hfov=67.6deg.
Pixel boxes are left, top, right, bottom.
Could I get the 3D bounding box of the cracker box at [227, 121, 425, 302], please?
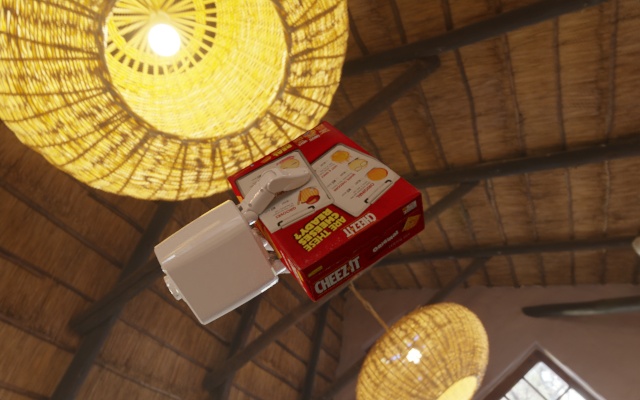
[{"bbox_3d":[0.000,0.002,0.605,0.164,0.072,0.213,-32,43,-13],"label":"cracker box"}]
